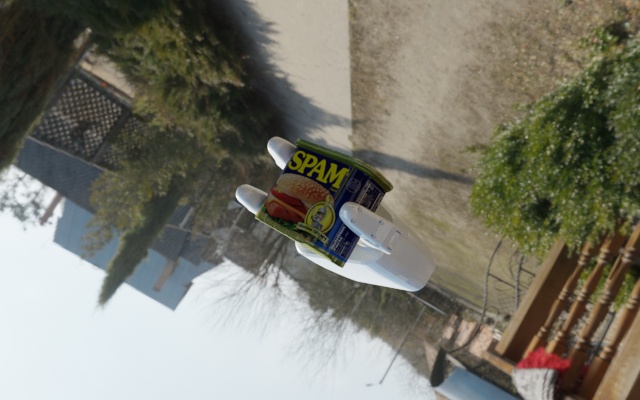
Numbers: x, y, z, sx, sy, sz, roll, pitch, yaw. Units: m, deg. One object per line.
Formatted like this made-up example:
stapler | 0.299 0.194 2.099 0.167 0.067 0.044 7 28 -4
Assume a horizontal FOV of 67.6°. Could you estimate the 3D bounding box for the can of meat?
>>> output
can of meat | 0.000 0.002 0.428 0.102 0.084 0.057 25 -8 42
